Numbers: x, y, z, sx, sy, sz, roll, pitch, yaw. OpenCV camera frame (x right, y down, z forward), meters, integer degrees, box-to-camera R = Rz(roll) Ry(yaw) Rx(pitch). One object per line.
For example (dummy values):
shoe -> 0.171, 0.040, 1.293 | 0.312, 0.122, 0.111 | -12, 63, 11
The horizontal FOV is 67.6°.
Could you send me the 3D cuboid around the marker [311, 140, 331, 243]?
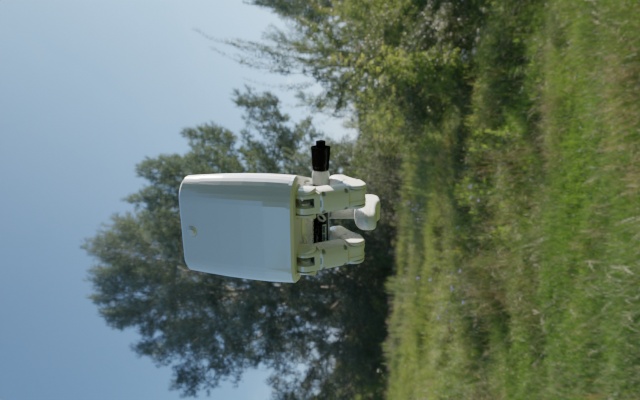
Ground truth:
marker -> 0.000, 0.002, 0.467 | 0.020, 0.121, 0.020 | 0, 17, 0
